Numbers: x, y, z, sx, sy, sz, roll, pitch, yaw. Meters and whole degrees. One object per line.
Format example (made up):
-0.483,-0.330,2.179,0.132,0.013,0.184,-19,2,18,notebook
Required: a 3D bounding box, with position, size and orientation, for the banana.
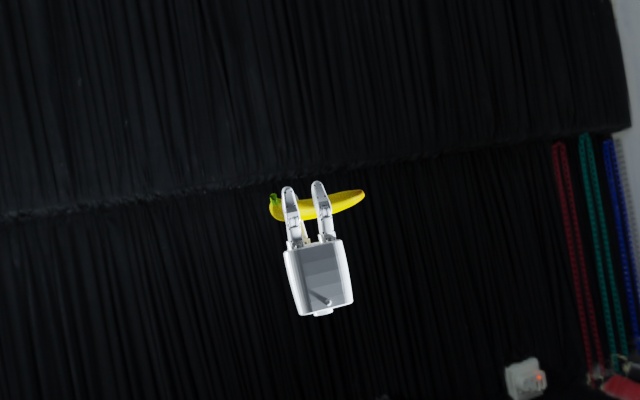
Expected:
-0.013,0.009,0.832,0.198,0.037,0.070,-5,-17,-37,banana
